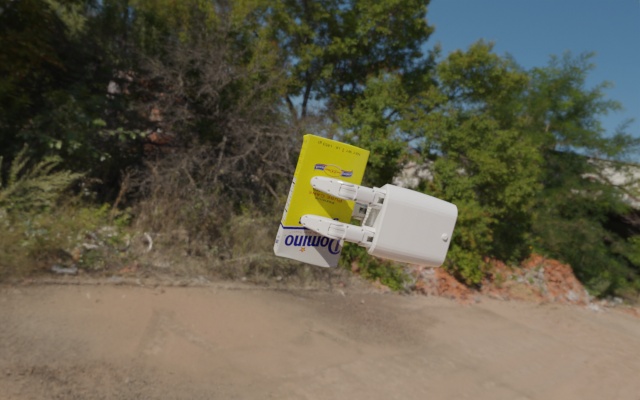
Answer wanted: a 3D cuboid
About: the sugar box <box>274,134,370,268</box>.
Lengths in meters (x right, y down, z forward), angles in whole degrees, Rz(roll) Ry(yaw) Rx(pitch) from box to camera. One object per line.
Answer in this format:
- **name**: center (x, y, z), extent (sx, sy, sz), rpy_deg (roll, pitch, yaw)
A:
- **sugar box**: center (0.000, 0.002, 0.680), extent (0.093, 0.176, 0.048), rpy_deg (14, 3, -11)
